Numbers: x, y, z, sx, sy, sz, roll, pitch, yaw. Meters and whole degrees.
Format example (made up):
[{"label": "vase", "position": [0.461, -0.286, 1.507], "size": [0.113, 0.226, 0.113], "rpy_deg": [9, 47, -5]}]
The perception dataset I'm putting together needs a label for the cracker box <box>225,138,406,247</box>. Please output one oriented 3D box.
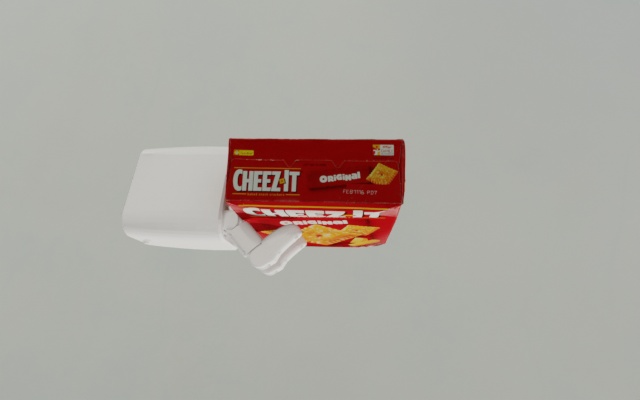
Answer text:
[{"label": "cracker box", "position": [0.000, 0.002, 0.530], "size": [0.164, 0.072, 0.214], "rpy_deg": [0, -15, 3]}]
